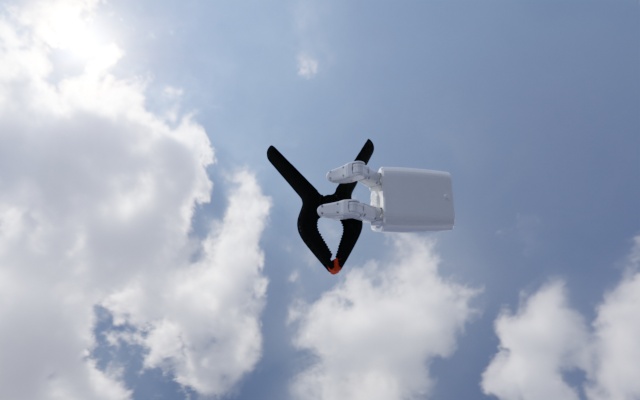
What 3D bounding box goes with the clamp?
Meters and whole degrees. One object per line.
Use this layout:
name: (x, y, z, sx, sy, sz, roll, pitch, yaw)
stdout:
clamp: (0.000, 0.003, 0.703, 0.164, 0.210, 0.036, 2, -20, -3)
